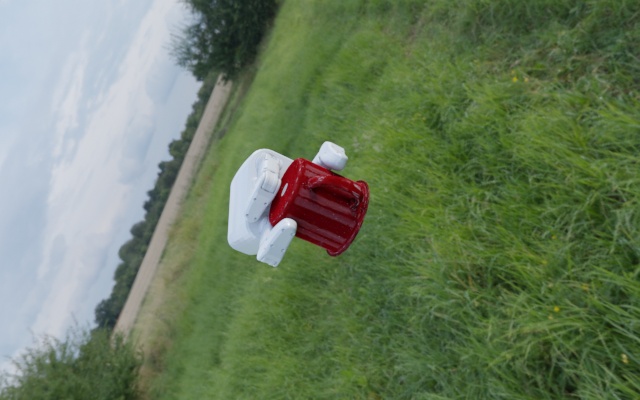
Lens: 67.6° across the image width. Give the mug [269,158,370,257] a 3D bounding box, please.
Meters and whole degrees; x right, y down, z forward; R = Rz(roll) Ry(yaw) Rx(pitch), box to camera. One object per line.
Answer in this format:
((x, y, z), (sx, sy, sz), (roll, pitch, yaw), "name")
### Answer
((0.000, 0.001, 0.514), (0.081, 0.093, 0.117), (24, -23, -18), "mug")
